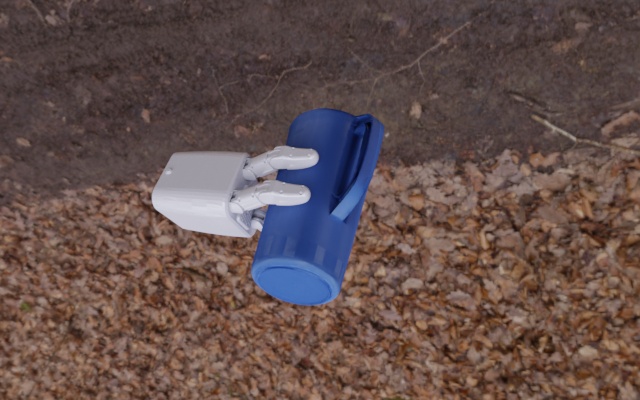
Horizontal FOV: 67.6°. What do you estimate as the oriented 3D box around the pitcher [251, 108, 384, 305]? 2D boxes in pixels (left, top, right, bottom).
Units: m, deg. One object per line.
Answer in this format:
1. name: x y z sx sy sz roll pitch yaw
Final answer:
1. pitcher: 0.000 0.002 0.616 0.145 0.242 0.149 6 -37 12
